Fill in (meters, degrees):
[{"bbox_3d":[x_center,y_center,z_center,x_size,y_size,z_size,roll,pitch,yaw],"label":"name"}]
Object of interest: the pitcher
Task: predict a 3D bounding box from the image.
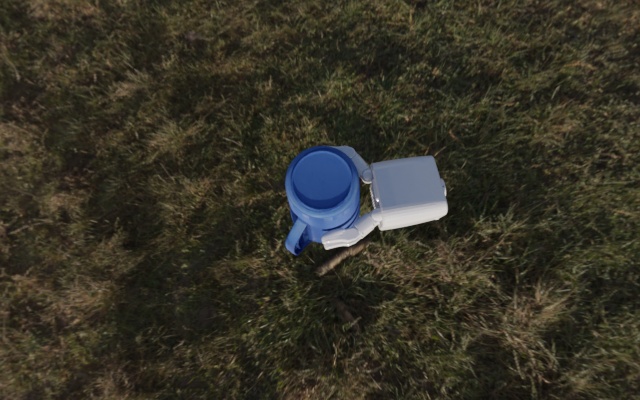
[{"bbox_3d":[0.000,0.003,0.796,0.145,0.149,0.243,-9,-11,0],"label":"pitcher"}]
